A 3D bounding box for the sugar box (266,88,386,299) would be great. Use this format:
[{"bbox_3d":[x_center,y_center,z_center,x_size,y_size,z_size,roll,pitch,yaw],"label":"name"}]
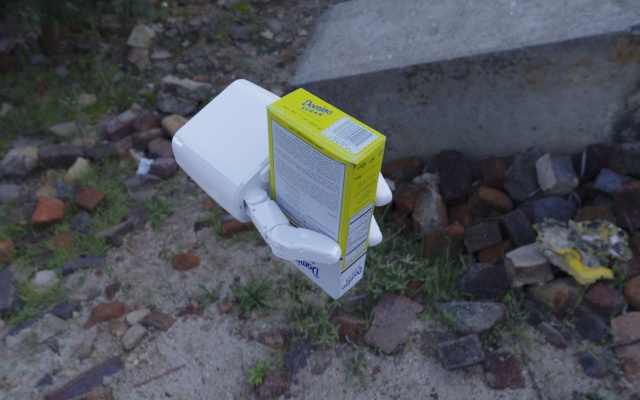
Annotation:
[{"bbox_3d":[0.000,0.001,0.421,0.093,0.176,0.048,36,57,27],"label":"sugar box"}]
